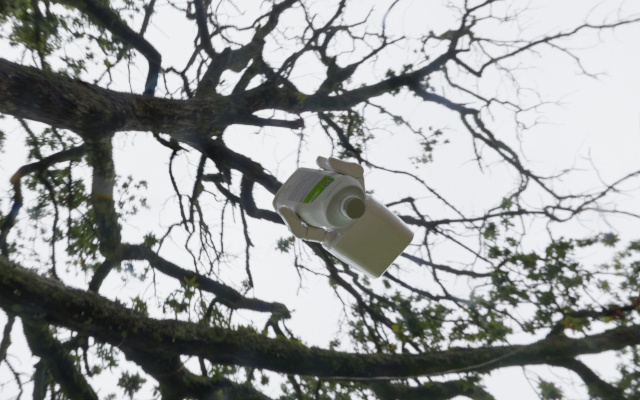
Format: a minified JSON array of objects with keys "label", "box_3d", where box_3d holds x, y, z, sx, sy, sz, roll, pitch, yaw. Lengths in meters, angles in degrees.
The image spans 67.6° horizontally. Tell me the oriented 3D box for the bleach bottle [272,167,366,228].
[{"label":"bleach bottle","box_3d":[0.000,0.002,0.746,0.068,0.102,0.251,38,-6,-20]}]
